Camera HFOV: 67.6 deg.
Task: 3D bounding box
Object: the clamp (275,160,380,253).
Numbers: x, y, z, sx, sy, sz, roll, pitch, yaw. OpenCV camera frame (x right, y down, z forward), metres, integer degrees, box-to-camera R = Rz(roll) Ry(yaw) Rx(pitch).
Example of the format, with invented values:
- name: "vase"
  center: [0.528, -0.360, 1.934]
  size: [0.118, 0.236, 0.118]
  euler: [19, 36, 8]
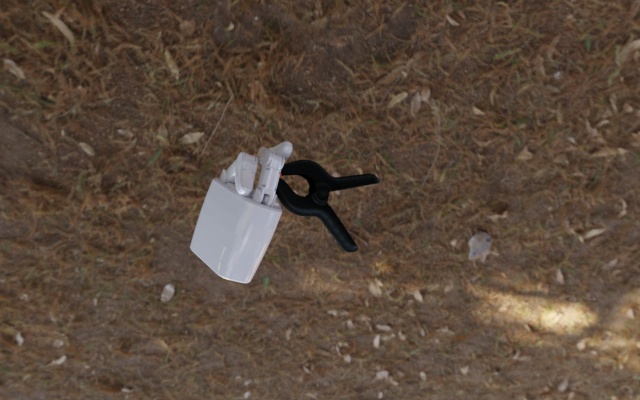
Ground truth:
- name: "clamp"
  center: [0.000, 0.002, 0.675]
  size: [0.171, 0.120, 0.039]
  euler: [14, -15, -18]
